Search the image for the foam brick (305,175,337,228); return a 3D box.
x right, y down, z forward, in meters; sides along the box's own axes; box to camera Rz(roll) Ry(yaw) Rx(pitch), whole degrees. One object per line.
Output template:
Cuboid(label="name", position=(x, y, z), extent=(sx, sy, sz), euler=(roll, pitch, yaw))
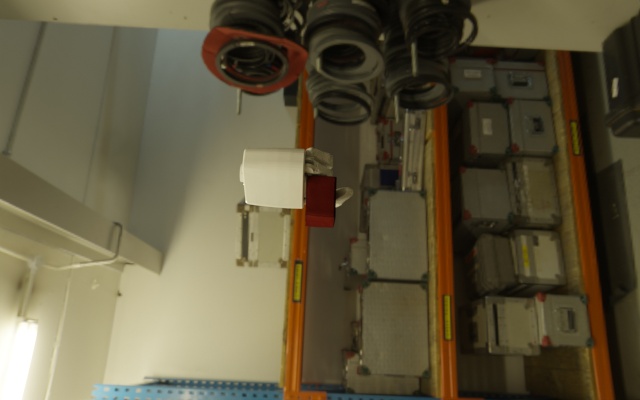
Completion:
Cuboid(label="foam brick", position=(0.000, 0.003, 0.828), extent=(0.051, 0.078, 0.053), euler=(3, -25, -1))
